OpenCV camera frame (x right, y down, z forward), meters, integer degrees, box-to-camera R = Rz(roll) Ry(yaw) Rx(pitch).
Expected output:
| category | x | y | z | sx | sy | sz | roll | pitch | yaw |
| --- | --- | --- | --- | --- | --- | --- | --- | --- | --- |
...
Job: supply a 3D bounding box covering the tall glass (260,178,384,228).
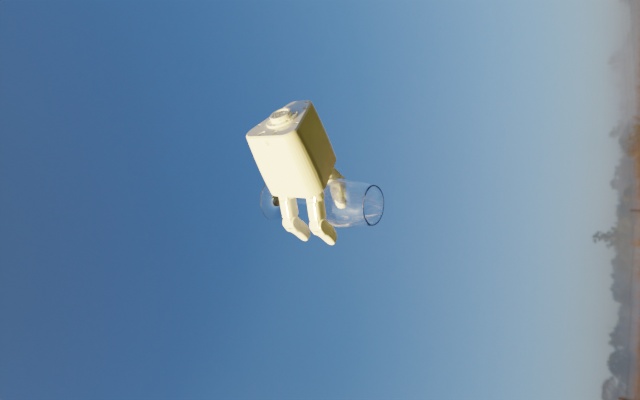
| category | x | y | z | sx | sy | sz | roll | pitch | yaw |
| --- | --- | --- | --- | --- | --- | --- | --- | --- | --- |
| tall glass | 0.000 | 0.003 | 0.771 | 0.201 | 0.079 | 0.079 | 4 | 2 | 36 |
